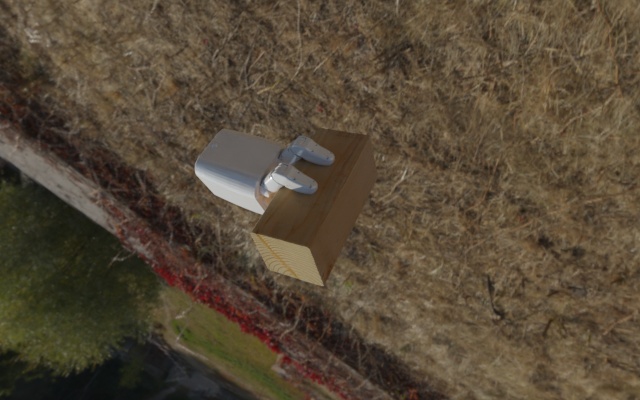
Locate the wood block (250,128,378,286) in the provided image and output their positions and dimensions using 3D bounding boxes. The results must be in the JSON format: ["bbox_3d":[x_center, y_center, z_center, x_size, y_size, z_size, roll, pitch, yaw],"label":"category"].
[{"bbox_3d":[0.000,0.002,0.674,0.090,0.206,0.091,12,-37,24],"label":"wood block"}]
